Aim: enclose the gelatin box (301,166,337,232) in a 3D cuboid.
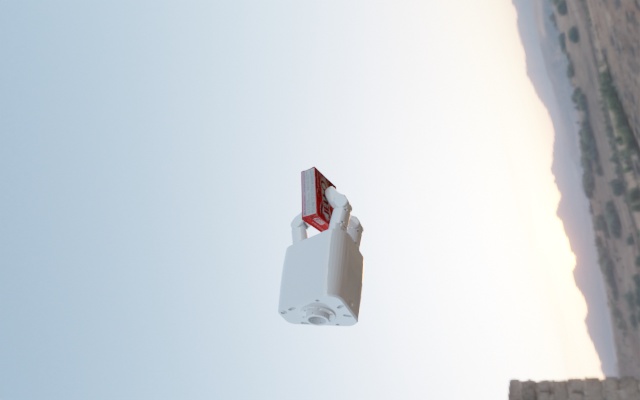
[{"bbox_3d":[0.000,0.002,0.754,0.030,0.089,0.073,-18,-33,24],"label":"gelatin box"}]
